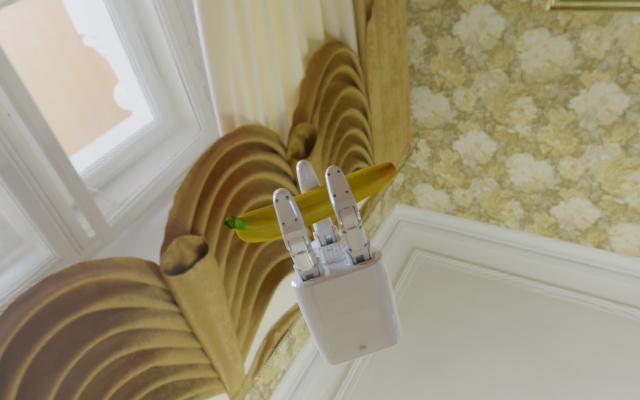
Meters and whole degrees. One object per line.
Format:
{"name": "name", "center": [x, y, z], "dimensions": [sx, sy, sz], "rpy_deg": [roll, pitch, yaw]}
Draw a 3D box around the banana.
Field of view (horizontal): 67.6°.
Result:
{"name": "banana", "center": [-0.009, 0.006, 0.512], "dimensions": [0.198, 0.037, 0.069], "rpy_deg": [-21, -3, -23]}
